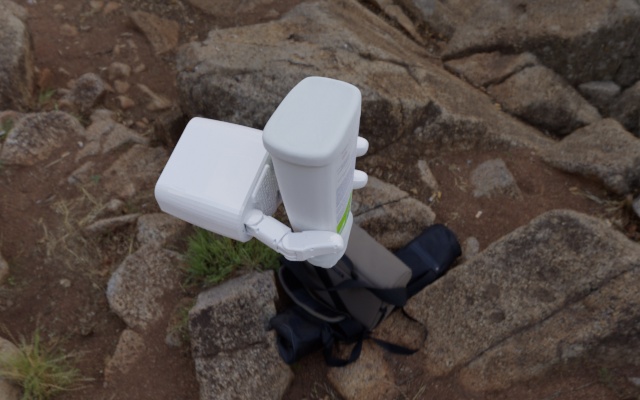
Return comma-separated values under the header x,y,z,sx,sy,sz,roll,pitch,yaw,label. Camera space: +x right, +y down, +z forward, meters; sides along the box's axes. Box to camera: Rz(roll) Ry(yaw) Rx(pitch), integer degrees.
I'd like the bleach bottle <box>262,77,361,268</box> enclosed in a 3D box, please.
x,y,z,sx,sy,sz,roll,pitch,yaw,label
0.000,0.002,0.499,0.068,0.102,0.251,17,-35,16,bleach bottle
